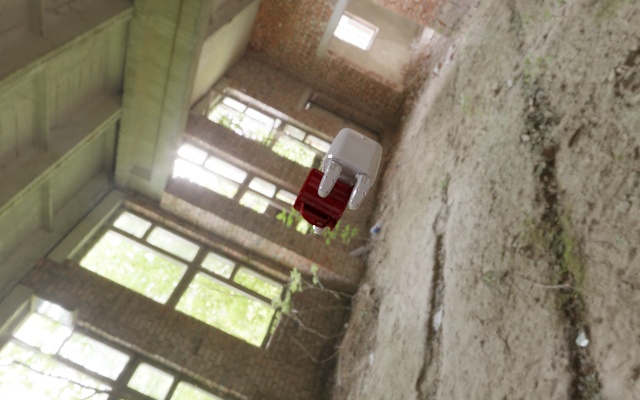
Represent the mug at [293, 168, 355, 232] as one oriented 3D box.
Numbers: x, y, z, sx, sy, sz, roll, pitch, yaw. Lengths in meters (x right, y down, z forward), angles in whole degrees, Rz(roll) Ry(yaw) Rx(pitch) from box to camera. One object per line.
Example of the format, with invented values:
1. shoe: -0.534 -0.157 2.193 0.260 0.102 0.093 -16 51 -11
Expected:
1. mug: 0.000 0.004 0.831 0.081 0.093 0.117 27 42 -2
